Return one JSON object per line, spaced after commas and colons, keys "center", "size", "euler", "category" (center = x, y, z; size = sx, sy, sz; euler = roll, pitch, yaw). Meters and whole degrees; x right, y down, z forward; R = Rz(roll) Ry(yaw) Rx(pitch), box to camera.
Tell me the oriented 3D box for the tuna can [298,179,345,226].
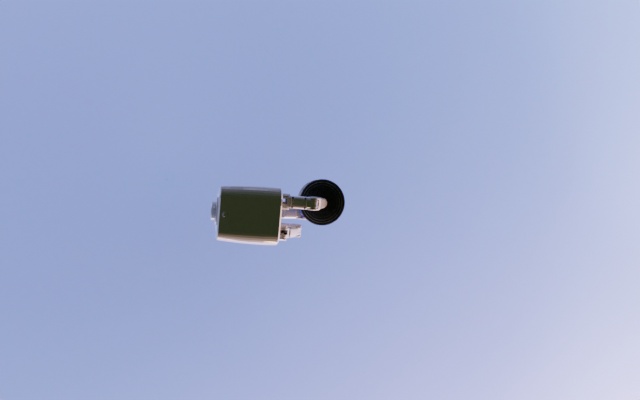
{"center": [0.000, 0.003, 0.894], "size": [0.086, 0.086, 0.034], "euler": [0, 2, -12], "category": "tuna can"}
